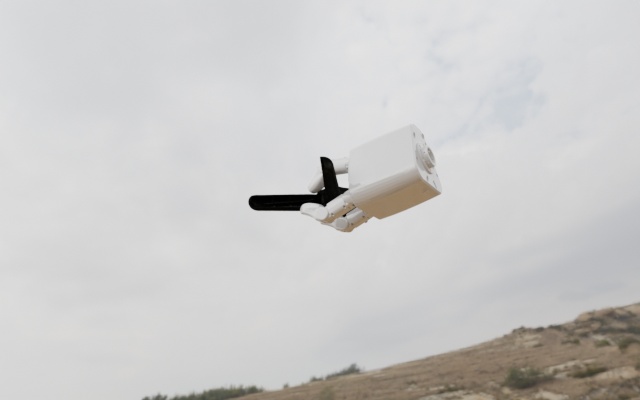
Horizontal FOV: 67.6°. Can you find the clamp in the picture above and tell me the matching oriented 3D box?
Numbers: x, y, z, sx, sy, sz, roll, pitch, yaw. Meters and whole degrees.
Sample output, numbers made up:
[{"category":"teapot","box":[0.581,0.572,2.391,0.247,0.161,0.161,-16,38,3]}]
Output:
[{"category":"clamp","box":[0.001,0.002,0.773,0.164,0.036,0.210,-21,-29,29]}]
